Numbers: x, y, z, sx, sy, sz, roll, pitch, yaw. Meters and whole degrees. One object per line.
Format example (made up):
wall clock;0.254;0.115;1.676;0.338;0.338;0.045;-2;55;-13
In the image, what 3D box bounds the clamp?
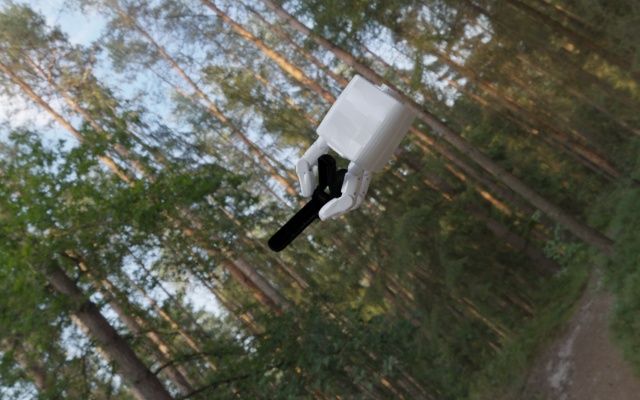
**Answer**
clamp;0.000;0.002;0.748;0.036;0.164;0.210;38;14;14
